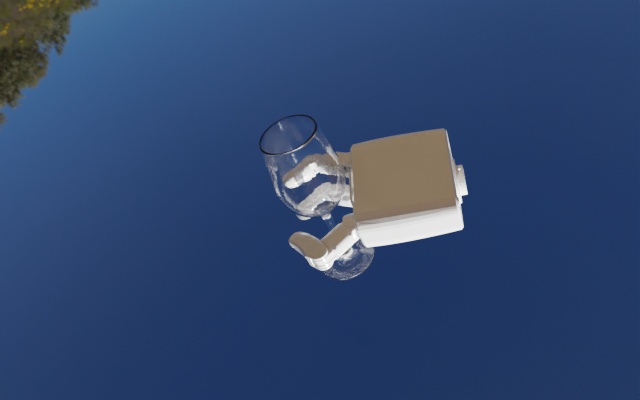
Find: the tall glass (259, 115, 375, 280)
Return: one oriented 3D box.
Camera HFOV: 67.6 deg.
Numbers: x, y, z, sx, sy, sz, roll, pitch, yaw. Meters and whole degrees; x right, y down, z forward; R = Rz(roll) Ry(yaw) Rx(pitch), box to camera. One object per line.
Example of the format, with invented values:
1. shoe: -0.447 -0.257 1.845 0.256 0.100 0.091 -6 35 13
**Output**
1. tall glass: 0.000 0.002 0.536 0.079 0.079 0.201 0 -43 27
